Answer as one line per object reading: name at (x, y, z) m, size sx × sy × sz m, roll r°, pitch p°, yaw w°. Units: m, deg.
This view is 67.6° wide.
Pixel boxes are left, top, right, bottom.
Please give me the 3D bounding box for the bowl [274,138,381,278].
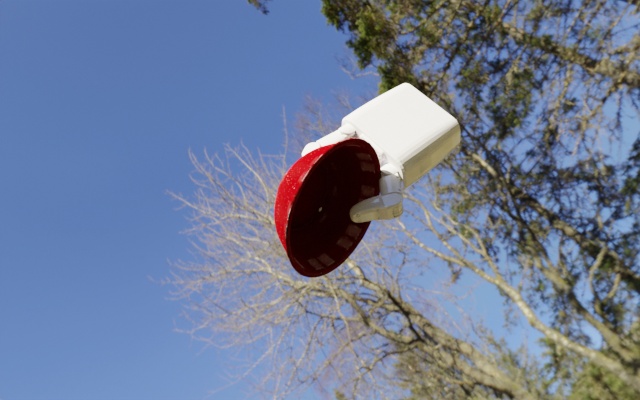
bowl at (-0.001, 0.002, 0.532) m, size 0.055 × 0.162 × 0.162 m, roll 24°, pitch 14°, yaw 34°
